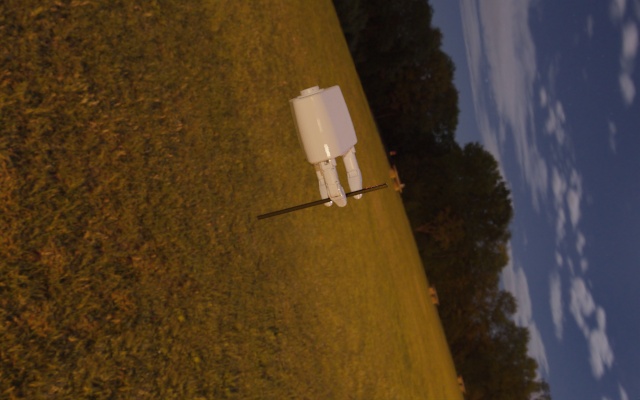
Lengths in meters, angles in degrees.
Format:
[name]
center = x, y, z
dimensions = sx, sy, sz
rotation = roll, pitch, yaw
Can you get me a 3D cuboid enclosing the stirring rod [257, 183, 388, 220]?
[stirring rod]
center = 0.000, 0.003, 0.841
dimensions = 0.239, 0.011, 0.011
rotation = -14, -3, 13
